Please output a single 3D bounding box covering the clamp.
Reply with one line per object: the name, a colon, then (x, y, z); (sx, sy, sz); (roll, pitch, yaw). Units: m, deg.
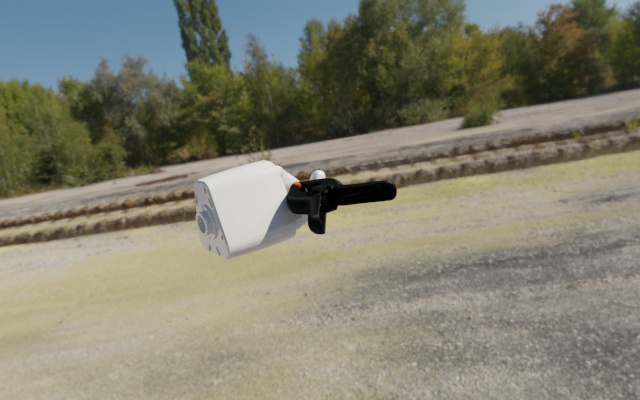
clamp: (0.000, 0.001, 0.608); (0.120, 0.039, 0.171); (-22, 15, -34)
